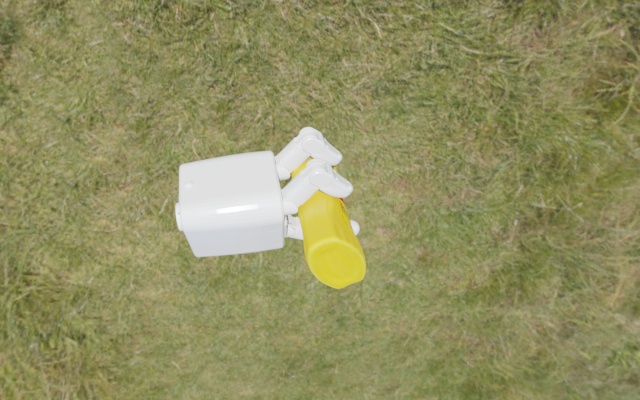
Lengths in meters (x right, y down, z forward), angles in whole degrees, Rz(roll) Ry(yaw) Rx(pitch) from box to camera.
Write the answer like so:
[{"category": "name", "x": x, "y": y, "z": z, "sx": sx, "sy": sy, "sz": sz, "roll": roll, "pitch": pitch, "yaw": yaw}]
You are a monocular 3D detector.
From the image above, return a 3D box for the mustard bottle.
[{"category": "mustard bottle", "x": 0.000, "y": 0.002, "z": 0.562, "sx": 0.058, "sy": 0.191, "sz": 0.096, "roll": -24, "pitch": -43, "yaw": 10}]
